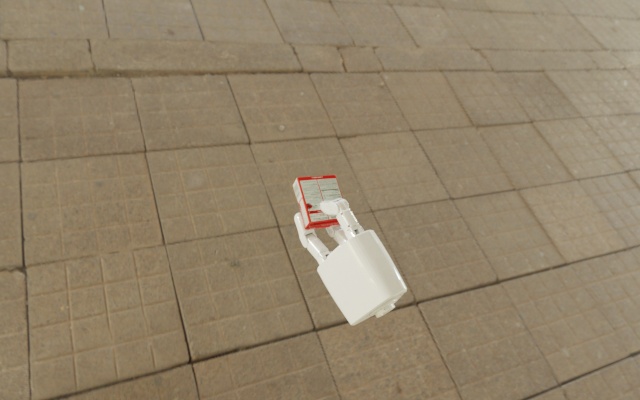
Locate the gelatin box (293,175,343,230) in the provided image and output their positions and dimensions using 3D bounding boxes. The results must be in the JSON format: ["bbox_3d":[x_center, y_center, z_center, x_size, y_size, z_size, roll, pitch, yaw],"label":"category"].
[{"bbox_3d":[0.000,0.002,0.803,0.073,0.089,0.030,-6,-25,-25],"label":"gelatin box"}]
